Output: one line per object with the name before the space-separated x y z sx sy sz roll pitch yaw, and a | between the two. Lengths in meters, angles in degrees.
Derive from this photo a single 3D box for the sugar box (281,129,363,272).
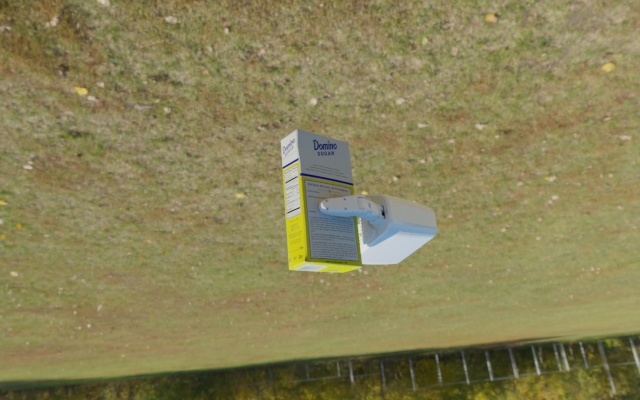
sugar box | 0.000 0.002 0.623 0.093 0.176 0.048 10 -25 -38
